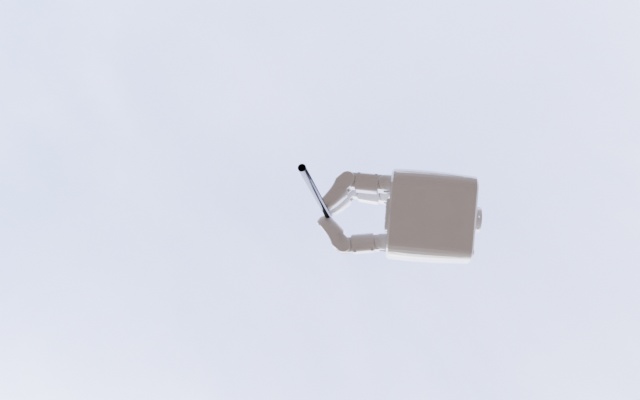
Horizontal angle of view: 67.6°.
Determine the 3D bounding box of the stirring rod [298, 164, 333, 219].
[{"bbox_3d":[0.000,0.002,0.565,0.011,0.011,0.239,0,-16,9],"label":"stirring rod"}]
